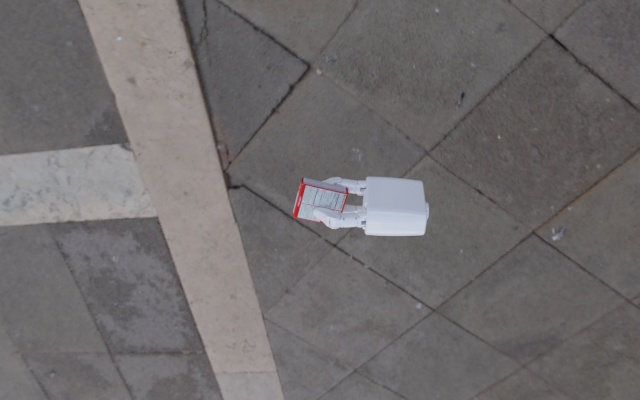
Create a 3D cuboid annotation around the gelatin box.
[{"bbox_3d":[0.000,0.003,0.881,0.089,0.073,0.030,12,29,-8],"label":"gelatin box"}]
